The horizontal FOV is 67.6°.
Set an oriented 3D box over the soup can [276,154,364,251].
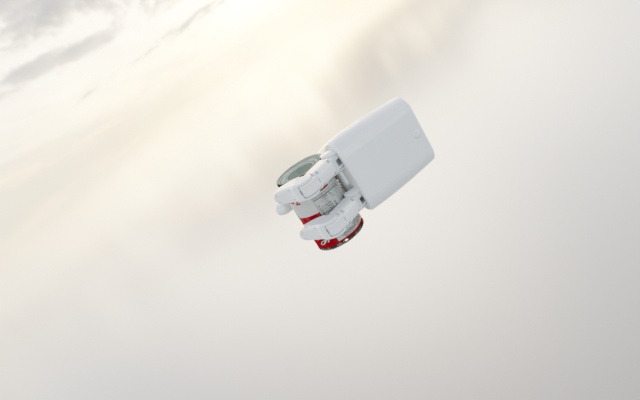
[{"bbox_3d":[0.000,0.002,0.590,0.068,0.102,0.068,-29,19,11],"label":"soup can"}]
